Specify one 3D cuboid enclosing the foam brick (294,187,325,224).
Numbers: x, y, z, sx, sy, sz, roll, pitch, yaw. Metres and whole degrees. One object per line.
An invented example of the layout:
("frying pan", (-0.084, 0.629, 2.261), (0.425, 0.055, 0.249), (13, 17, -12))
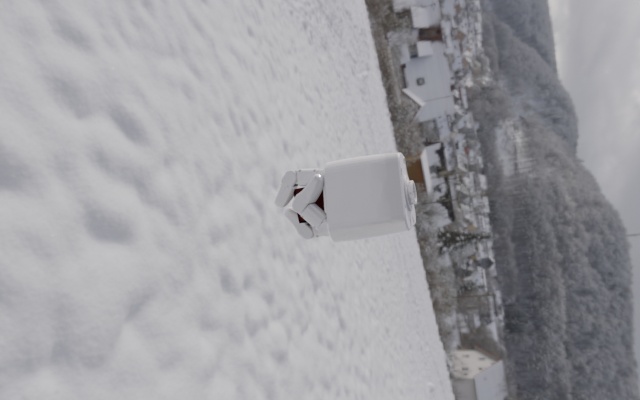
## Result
("foam brick", (0.000, 0.002, 0.715), (0.051, 0.053, 0.078), (-9, 2, 19))
